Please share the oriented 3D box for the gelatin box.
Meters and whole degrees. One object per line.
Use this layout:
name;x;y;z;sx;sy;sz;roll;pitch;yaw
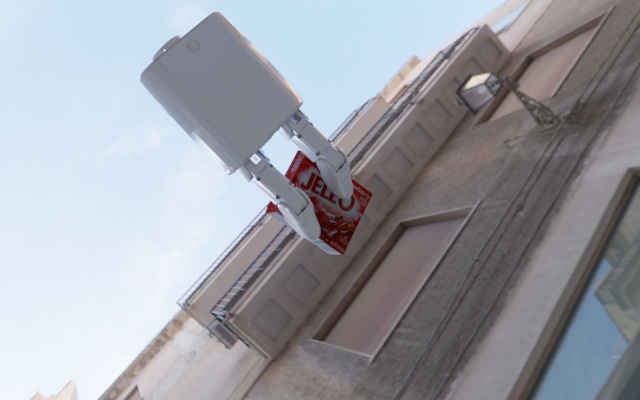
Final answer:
gelatin box;0.000;0.002;0.475;0.089;0.073;0.030;36;-19;-24
